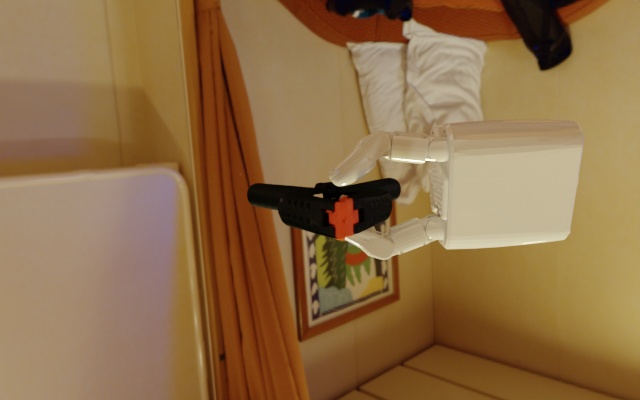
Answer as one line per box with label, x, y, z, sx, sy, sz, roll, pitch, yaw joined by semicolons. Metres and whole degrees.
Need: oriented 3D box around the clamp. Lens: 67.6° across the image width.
clamp;0.000;0.002;0.431;0.164;0.036;0.210;-3;7;3
